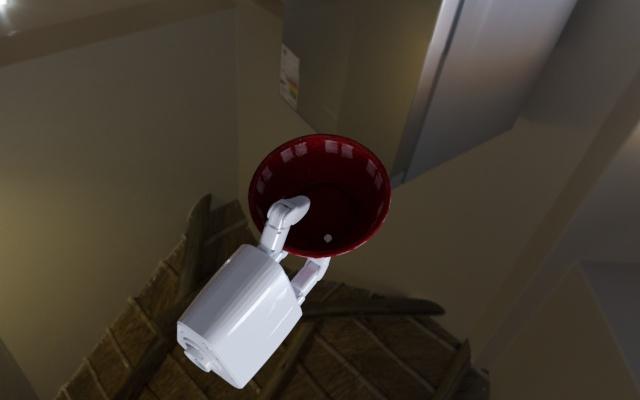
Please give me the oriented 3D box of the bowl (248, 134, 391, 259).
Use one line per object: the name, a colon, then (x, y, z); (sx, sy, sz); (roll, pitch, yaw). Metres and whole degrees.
bowl: (0.001, 0.001, 0.560); (0.162, 0.162, 0.055); (0, -29, 5)
